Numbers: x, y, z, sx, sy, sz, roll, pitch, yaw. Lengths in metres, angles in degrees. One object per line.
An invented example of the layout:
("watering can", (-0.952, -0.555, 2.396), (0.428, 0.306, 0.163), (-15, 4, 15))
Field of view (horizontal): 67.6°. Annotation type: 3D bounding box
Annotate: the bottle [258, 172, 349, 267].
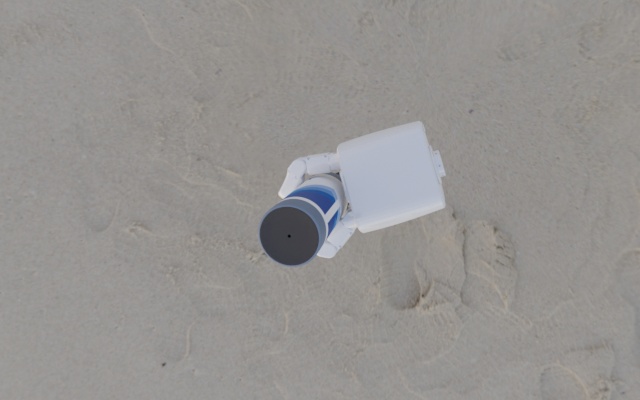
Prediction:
("bottle", (0.000, 0.002, 0.617), (0.069, 0.069, 0.295), (0, 13, 13))
